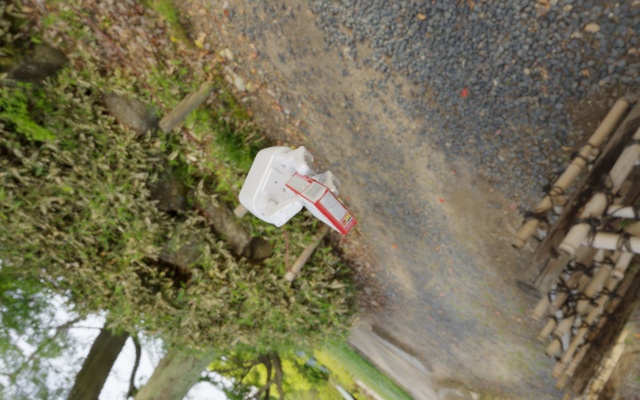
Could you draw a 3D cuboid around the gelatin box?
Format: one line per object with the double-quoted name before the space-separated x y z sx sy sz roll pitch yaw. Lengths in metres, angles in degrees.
"gelatin box" 0.000 0.003 0.647 0.073 0.030 0.089 47 -9 -34
